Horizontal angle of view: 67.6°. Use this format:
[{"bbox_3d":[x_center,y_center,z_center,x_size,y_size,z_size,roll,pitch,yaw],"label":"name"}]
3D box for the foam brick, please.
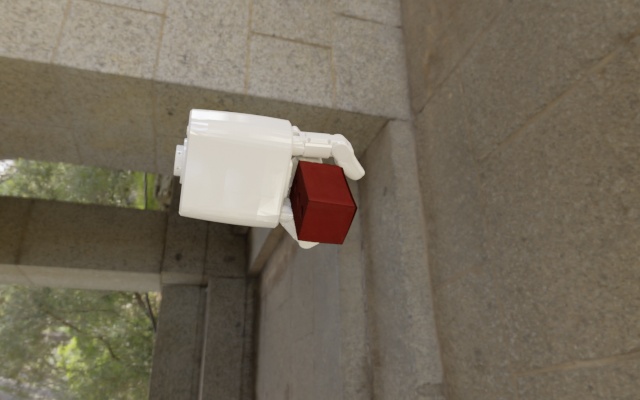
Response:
[{"bbox_3d":[0.000,0.002,0.508,0.051,0.053,0.078,7,34,-17],"label":"foam brick"}]
